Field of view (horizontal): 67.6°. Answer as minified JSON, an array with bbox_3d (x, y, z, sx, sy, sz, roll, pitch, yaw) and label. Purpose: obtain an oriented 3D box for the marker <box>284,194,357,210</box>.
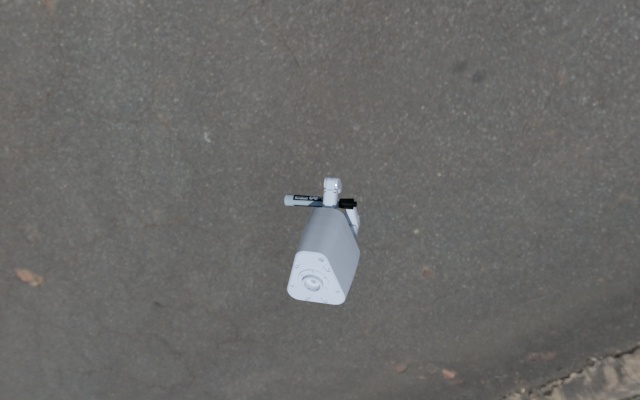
[{"bbox_3d":[0.000,0.003,0.787,0.121,0.020,0.020,4,1,15],"label":"marker"}]
